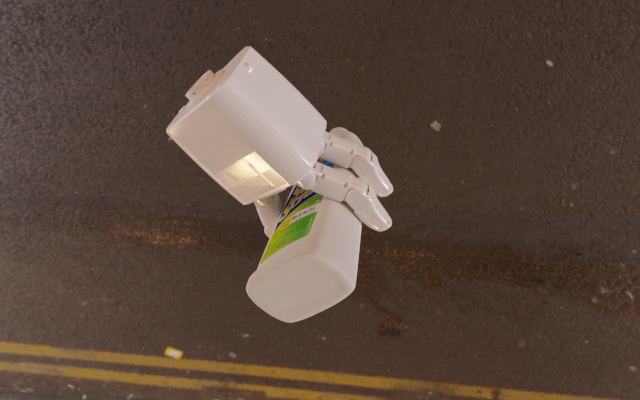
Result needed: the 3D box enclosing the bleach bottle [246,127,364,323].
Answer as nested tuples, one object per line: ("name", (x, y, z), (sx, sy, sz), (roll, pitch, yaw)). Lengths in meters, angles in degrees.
("bleach bottle", (0.000, 0.002, 0.513), (0.102, 0.068, 0.250), (-32, 27, 31))
